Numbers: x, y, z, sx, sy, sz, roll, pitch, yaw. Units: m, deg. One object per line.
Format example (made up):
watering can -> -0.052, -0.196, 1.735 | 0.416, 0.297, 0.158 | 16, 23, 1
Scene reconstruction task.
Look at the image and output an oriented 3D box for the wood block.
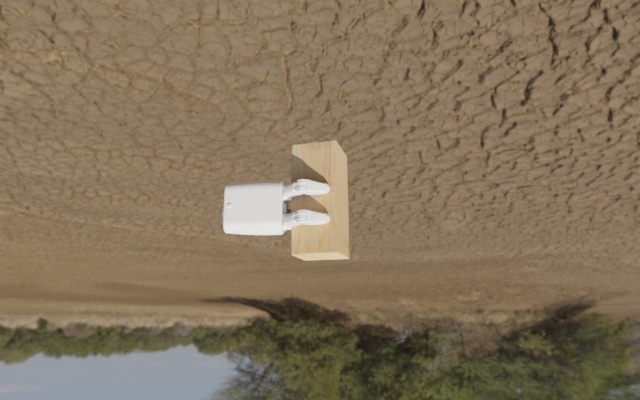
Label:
wood block -> 0.000, 0.003, 0.895 | 0.090, 0.206, 0.091 | -5, -15, 15
